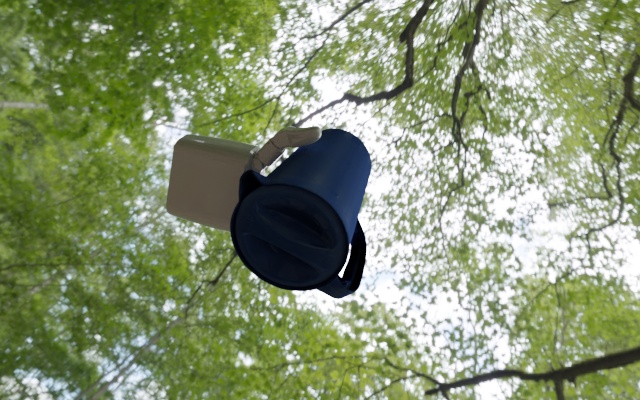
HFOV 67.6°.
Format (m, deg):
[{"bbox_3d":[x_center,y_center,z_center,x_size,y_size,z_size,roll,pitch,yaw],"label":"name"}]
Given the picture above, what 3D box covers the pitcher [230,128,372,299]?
[{"bbox_3d":[0.000,0.002,0.608,0.145,0.149,0.242,11,28,11],"label":"pitcher"}]
